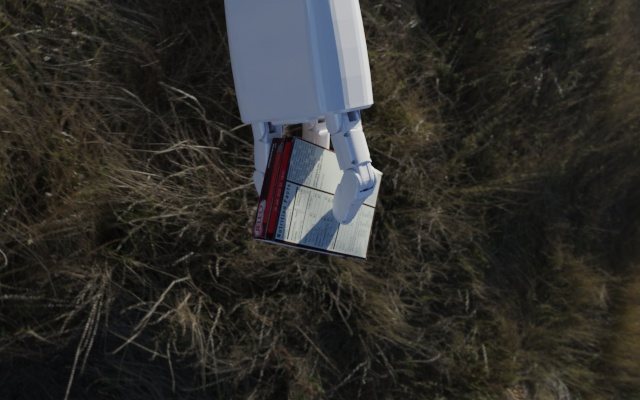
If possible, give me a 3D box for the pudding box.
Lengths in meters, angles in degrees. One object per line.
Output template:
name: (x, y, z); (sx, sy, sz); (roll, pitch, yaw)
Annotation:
pudding box: (0.000, 0.001, 0.429); (0.113, 0.090, 0.039); (17, -7, -37)
